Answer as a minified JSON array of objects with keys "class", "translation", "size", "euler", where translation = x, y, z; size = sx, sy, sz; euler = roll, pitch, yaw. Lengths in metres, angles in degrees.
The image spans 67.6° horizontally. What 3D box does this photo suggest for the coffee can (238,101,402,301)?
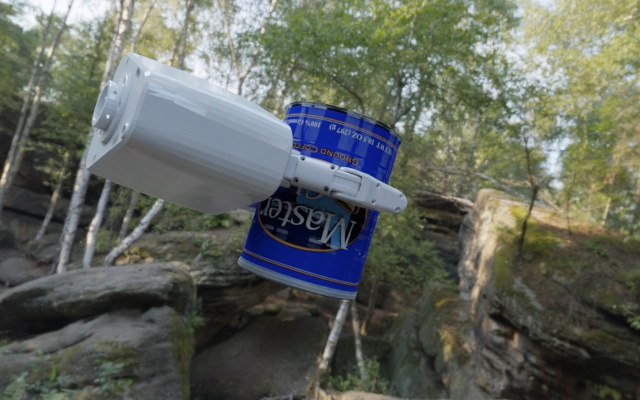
[{"class":"coffee can","translation":[0.000,0.002,0.405],"size":[0.103,0.140,0.103],"euler":[17,-4,1]}]
